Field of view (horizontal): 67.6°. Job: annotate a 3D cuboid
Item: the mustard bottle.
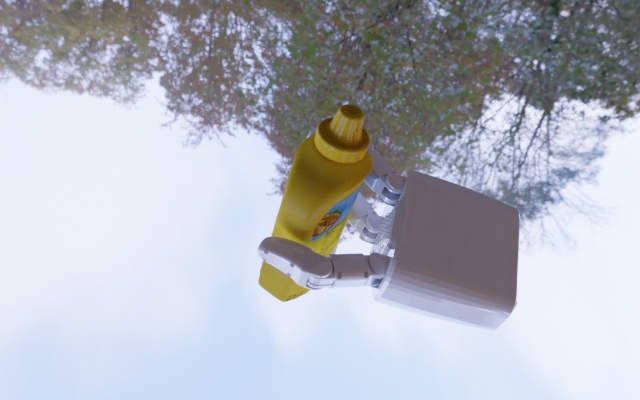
[{"bbox_3d":[0.000,0.001,0.407,0.058,0.192,0.096,35,46,14],"label":"mustard bottle"}]
